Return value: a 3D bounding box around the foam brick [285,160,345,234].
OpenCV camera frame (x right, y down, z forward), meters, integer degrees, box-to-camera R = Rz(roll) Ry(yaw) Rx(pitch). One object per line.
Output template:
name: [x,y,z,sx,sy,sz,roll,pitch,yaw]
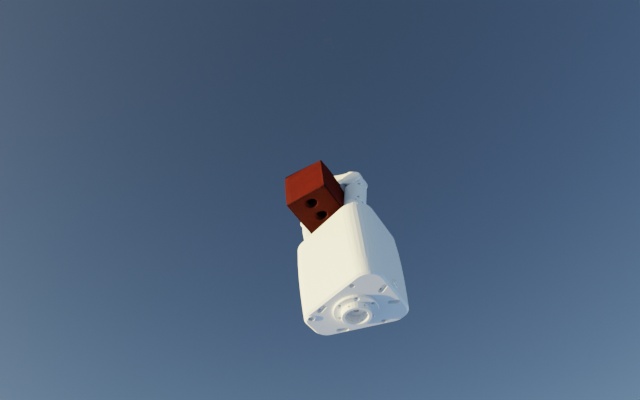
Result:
foam brick: [0.000,0.002,0.574,0.053,0.078,0.051,-27,36,17]
